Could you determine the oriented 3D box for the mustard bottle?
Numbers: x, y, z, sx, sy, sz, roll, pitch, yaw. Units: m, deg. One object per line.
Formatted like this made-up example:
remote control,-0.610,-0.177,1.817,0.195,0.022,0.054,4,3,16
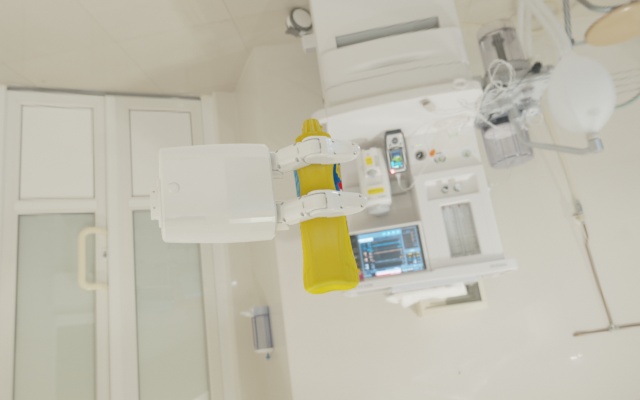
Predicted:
mustard bottle,0.000,0.002,0.519,0.058,0.191,0.096,-9,-15,4
